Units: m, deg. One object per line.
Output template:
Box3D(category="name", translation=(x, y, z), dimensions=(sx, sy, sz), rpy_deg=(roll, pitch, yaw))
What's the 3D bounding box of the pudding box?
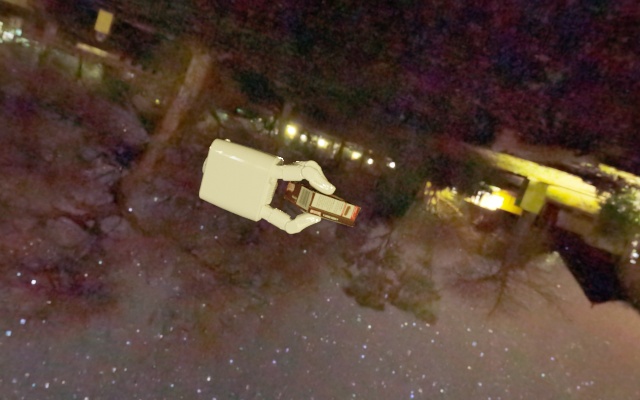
Box3D(category="pudding box", translation=(0.000, 0.003, 0.789), dimensions=(0.090, 0.039, 0.113), rpy_deg=(17, 7, -25))
